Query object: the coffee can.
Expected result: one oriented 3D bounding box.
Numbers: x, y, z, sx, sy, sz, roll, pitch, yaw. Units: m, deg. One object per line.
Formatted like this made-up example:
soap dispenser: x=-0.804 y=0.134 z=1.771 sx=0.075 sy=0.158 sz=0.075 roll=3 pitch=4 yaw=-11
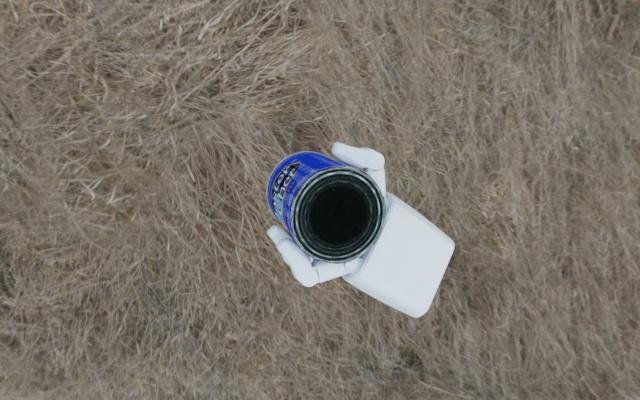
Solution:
coffee can: x=0.000 y=0.002 z=0.548 sx=0.103 sy=0.103 sz=0.140 roll=0 pitch=12 yaw=-16
